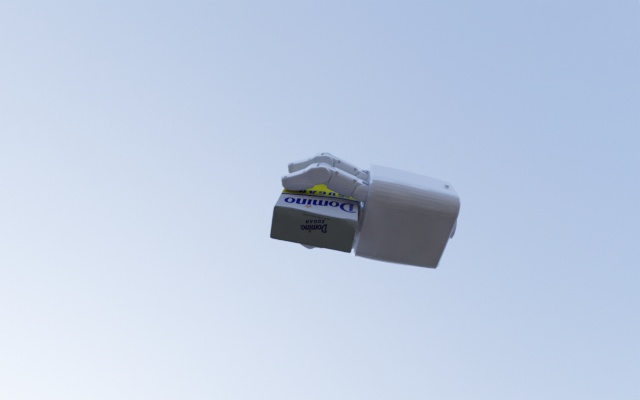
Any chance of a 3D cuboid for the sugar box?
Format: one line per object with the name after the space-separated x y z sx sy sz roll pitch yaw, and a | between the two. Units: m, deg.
0.000 0.001 0.588 0.093 0.048 0.176 10 18 1 | sugar box
